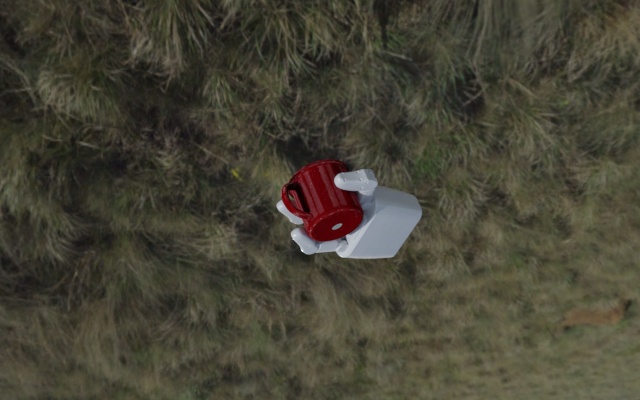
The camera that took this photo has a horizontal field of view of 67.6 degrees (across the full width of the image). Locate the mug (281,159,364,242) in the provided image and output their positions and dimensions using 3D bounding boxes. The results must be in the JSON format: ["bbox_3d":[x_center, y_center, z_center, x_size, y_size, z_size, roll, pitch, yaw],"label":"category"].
[{"bbox_3d":[-0.001,0.002,0.655,0.117,0.081,0.093,6,-41,-37],"label":"mug"}]
